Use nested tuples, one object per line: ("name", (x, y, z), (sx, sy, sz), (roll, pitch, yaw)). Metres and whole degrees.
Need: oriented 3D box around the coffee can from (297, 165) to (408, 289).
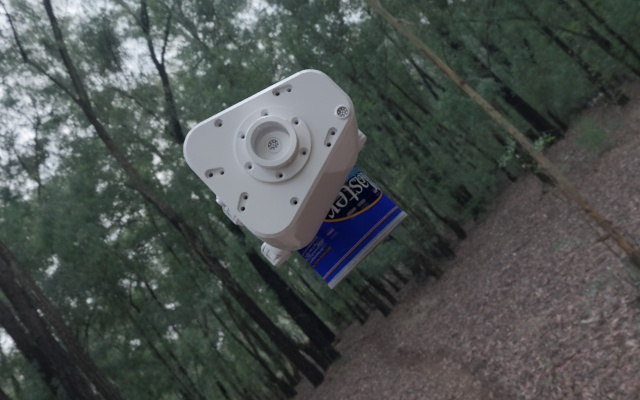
("coffee can", (0.000, 0.002, 0.472), (0.103, 0.140, 0.103), (-43, -8, -8))
